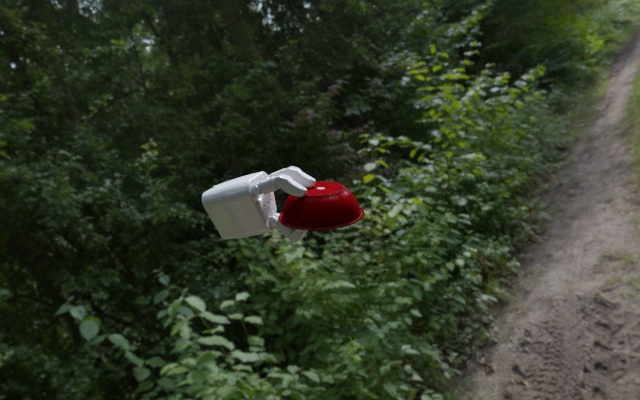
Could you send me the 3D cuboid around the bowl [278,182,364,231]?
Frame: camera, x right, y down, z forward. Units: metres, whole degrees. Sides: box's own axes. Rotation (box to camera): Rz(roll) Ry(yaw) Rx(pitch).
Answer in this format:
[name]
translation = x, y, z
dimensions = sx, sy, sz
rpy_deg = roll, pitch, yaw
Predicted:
[bowl]
translation = 0.001, 0.002, 0.886
dimensions = 0.162, 0.055, 0.162
rpy_deg = -3, 17, 1
